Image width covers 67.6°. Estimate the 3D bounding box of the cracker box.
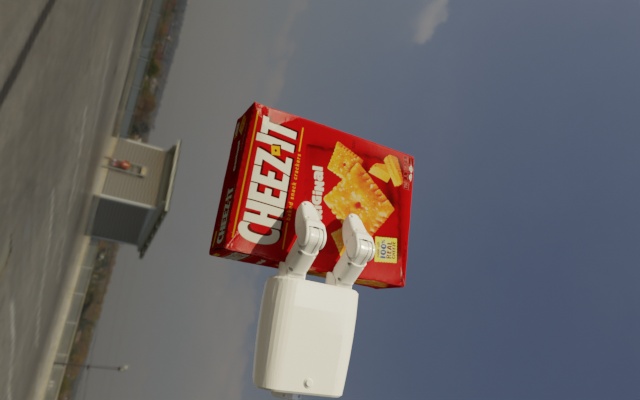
[{"bbox_3d":[0.000,0.002,0.544,0.214,0.164,0.072,16,-18,-23],"label":"cracker box"}]
